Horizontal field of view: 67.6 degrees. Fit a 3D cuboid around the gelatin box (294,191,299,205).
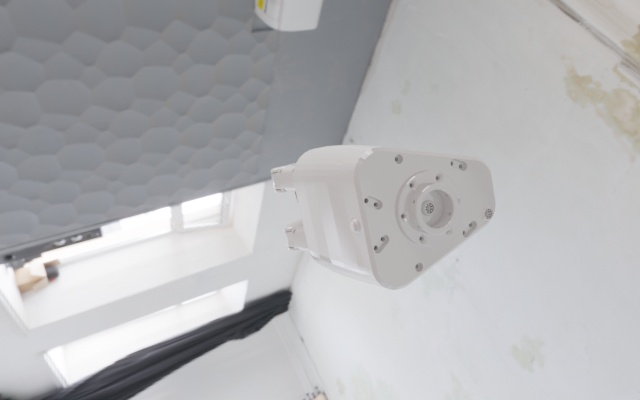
[{"bbox_3d":[0.000,0.002,0.484,0.030,0.073,0.089,-15,-5,-17],"label":"gelatin box"}]
